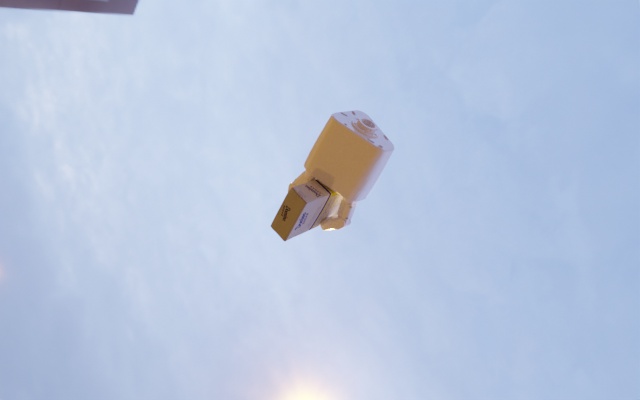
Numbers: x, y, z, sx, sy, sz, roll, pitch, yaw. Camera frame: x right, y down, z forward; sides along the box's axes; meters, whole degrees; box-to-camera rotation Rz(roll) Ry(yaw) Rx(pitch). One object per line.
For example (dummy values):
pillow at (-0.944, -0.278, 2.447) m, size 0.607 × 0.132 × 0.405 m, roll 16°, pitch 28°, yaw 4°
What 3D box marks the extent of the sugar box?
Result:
sugar box at (0.000, 0.002, 0.827) m, size 0.048 × 0.093 × 0.176 m, roll 46°, pitch 37°, yaw 22°
